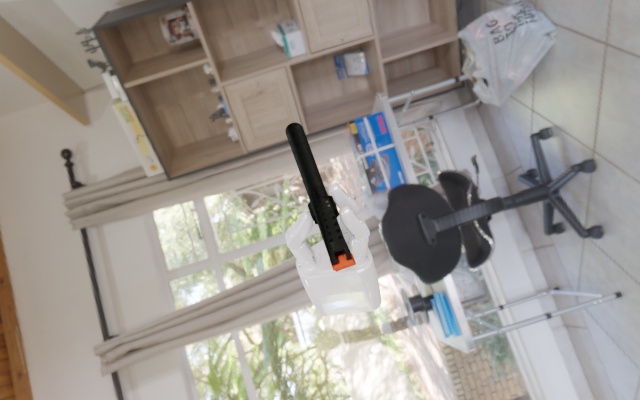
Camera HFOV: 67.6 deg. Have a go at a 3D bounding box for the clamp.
[{"bbox_3d":[0.000,0.003,0.637,0.036,0.165,0.209,-21,39,1],"label":"clamp"}]
